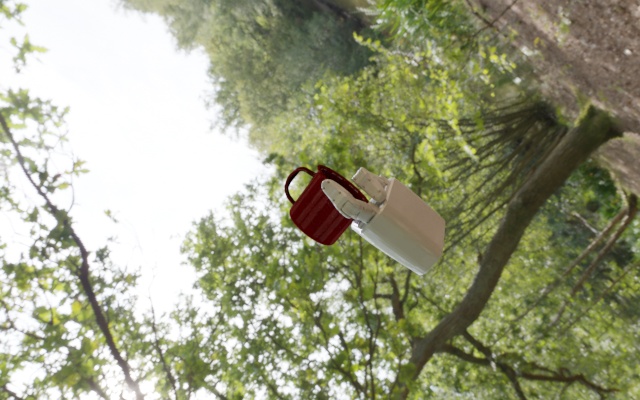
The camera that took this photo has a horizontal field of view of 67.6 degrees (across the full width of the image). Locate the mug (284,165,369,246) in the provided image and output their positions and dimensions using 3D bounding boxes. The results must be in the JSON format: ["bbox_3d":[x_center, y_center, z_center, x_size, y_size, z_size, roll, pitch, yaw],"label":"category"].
[{"bbox_3d":[-0.001,0.002,0.676,0.117,0.081,0.093,37,15,-3],"label":"mug"}]
